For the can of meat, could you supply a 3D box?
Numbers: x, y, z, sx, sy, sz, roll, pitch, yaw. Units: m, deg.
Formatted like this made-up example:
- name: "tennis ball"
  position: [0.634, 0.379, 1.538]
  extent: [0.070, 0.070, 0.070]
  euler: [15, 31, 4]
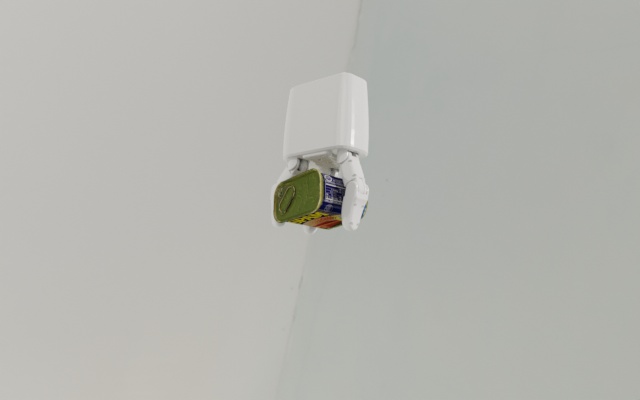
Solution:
- name: "can of meat"
  position: [0.000, 0.002, 0.631]
  extent: [0.084, 0.057, 0.102]
  euler: [13, -21, -37]
